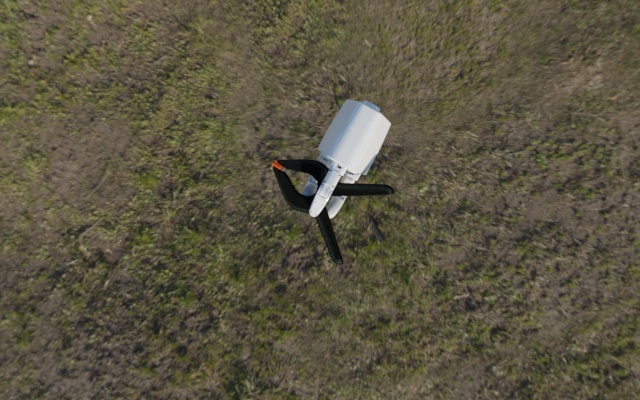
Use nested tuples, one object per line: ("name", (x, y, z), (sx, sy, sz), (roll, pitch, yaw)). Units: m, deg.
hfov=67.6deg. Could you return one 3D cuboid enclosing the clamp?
("clamp", (0.000, 0.002, 0.834), (0.210, 0.164, 0.036), (29, 5, 1))
